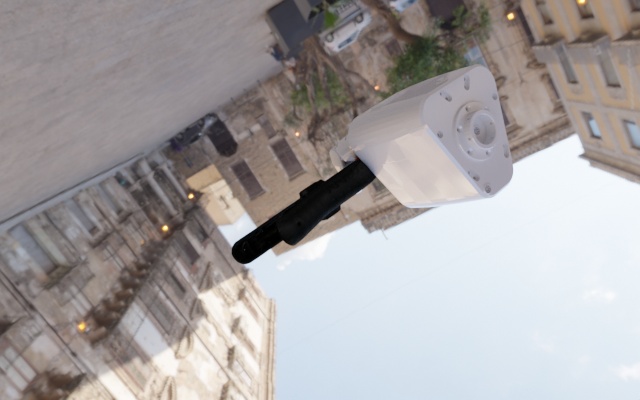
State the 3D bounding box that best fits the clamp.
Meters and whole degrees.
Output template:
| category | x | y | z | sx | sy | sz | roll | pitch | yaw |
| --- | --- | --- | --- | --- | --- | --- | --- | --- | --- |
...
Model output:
| category | x | y | z | sx | sy | sz | roll | pitch | yaw |
| --- | --- | --- | --- | --- | --- | --- | --- | --- | --- |
| clamp | 0.000 | 0.002 | 0.447 | 0.171 | 0.039 | 0.120 | -38 | 11 | -24 |
